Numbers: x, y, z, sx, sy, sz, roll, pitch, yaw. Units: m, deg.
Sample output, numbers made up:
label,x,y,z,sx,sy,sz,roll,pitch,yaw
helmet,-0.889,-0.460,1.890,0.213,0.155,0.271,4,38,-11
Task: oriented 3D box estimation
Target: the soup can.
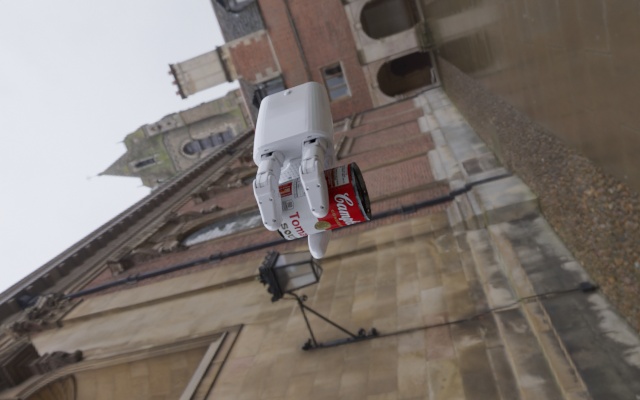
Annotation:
label,x,y,z,sx,sy,sz,roll,pitch,yaw
soup can,0.000,0.002,0.549,0.102,0.068,0.068,-15,-4,14
